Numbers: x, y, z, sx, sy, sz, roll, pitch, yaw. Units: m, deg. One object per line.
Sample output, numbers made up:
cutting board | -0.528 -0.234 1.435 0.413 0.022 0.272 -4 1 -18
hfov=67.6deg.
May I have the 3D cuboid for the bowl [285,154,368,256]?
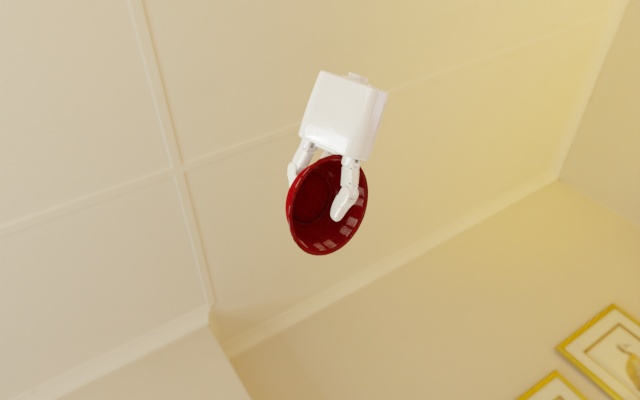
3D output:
bowl | -0.001 0.004 0.751 0.162 0.162 0.055 0 14 -42
